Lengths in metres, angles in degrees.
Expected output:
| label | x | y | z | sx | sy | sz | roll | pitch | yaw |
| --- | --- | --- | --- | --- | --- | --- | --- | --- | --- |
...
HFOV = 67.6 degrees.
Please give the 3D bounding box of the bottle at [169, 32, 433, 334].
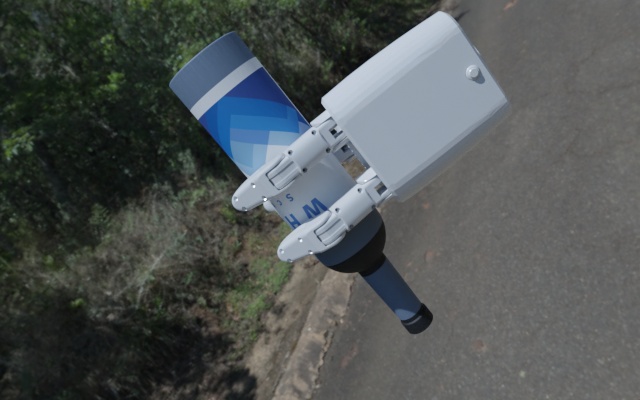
| label | x | y | z | sx | sy | sz | roll | pitch | yaw |
| --- | --- | --- | --- | --- | --- | --- | --- | --- | --- |
| bottle | 0.000 | 0.001 | 0.402 | 0.069 | 0.296 | 0.069 | -37 | 13 | 10 |
